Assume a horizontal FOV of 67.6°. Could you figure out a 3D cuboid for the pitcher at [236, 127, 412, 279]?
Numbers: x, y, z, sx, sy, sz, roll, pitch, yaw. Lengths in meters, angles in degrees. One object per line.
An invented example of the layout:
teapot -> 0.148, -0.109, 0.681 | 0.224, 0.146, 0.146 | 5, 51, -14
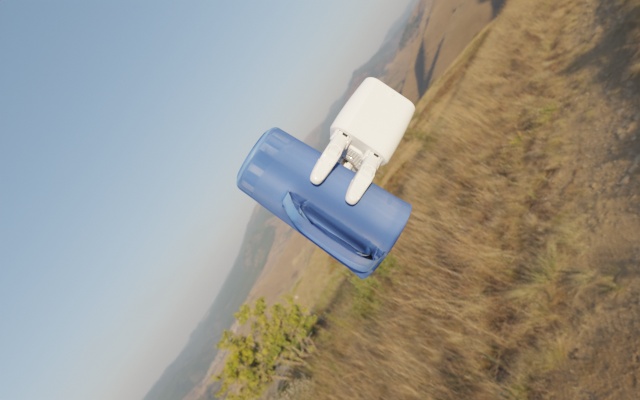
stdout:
pitcher -> 0.000, 0.002, 0.698 | 0.243, 0.145, 0.149 | 33, -18, -2
